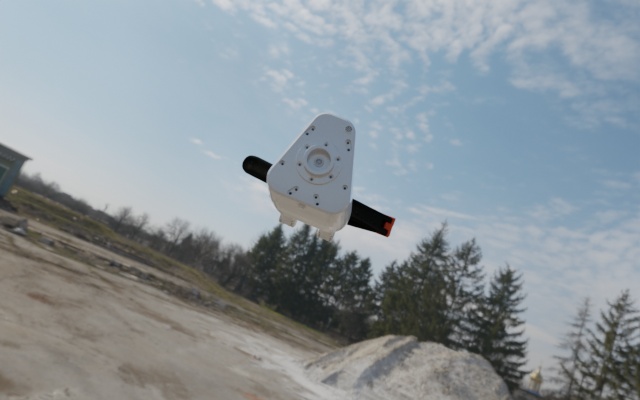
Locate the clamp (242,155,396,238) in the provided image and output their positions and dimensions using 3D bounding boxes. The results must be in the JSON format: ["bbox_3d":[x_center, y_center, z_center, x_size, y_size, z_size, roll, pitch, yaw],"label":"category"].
[{"bbox_3d":[0.001,0.002,0.672,0.210,0.036,0.164,22,-9,5],"label":"clamp"}]
